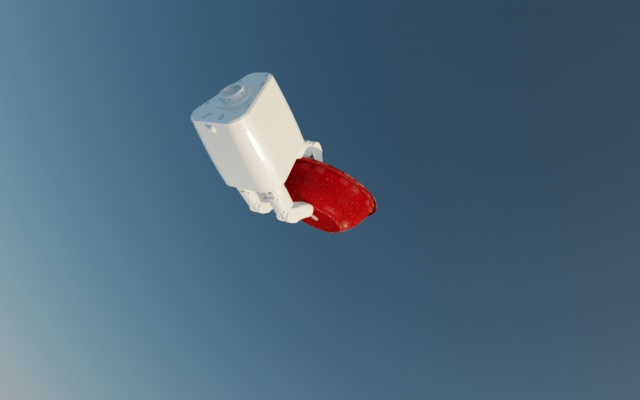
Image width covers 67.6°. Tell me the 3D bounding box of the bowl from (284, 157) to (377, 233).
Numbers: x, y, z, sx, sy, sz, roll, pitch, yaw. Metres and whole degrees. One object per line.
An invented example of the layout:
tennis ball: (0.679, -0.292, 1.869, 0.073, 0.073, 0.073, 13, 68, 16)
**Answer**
bowl: (0.001, 0.003, 0.714, 0.162, 0.055, 0.162, 24, -19, 9)
